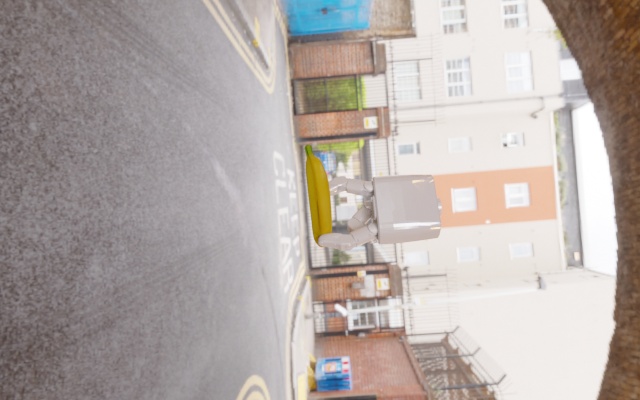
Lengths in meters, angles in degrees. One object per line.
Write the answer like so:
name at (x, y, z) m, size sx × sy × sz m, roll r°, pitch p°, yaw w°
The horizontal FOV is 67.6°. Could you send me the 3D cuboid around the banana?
banana at (0.000, 0.008, 0.807) m, size 0.037 × 0.198 × 0.069 m, roll -5°, pitch 27°, yaw 2°
